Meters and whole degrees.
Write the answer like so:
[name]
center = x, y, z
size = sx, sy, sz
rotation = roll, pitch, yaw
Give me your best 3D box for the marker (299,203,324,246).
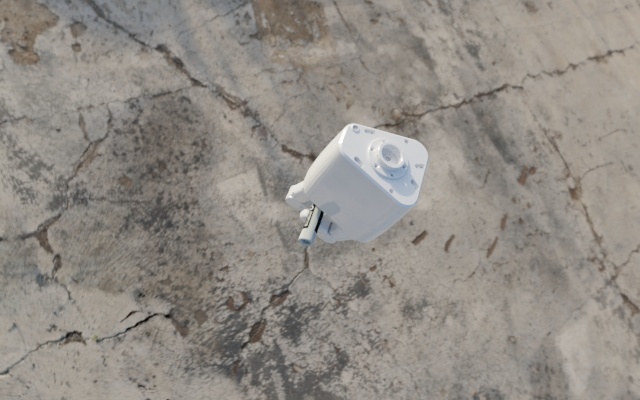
[marker]
center = 0.000, 0.002, 0.605
size = 0.020, 0.121, 0.020
rotation = 15, -31, 9
